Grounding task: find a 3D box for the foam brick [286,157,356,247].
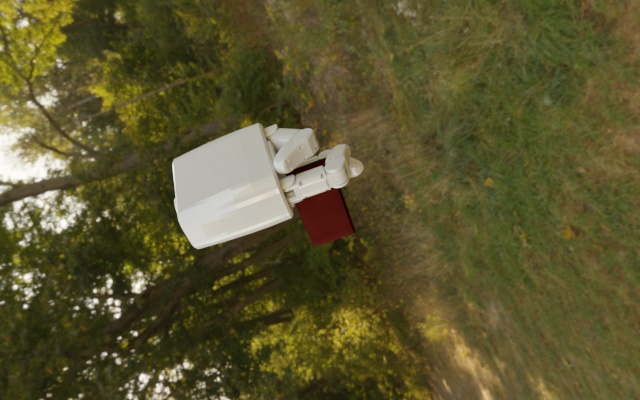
[{"bbox_3d":[0.000,0.002,0.533,0.051,0.078,0.053,-21,33,0],"label":"foam brick"}]
